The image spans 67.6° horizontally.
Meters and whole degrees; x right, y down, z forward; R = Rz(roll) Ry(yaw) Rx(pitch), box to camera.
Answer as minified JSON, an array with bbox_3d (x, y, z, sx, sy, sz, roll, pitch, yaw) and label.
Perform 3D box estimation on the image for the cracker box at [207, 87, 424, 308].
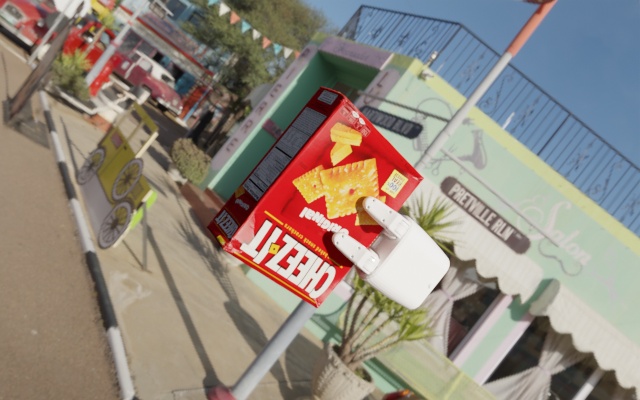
[{"bbox_3d":[0.000,0.002,0.571,0.164,0.213,0.072,40,-1,-35],"label":"cracker box"}]
